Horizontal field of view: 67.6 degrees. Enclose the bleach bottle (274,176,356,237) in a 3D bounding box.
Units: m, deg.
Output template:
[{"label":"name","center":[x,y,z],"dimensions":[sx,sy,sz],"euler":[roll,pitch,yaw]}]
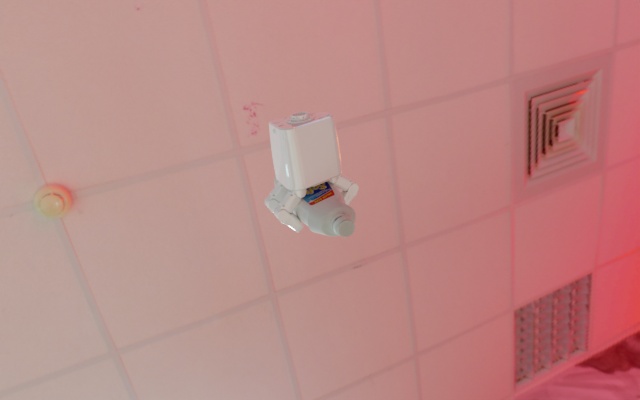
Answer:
[{"label":"bleach bottle","center":[0.000,0.003,0.844],"dimensions":[0.102,0.068,0.250],"euler":[-16,24,-18]}]
